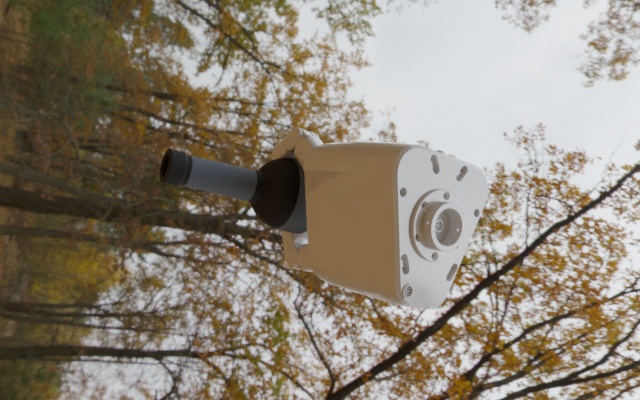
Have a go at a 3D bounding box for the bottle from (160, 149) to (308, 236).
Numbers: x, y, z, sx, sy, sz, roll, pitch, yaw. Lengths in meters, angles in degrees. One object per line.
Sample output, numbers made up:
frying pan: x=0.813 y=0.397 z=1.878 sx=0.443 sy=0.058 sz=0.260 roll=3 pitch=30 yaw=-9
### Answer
bottle: x=0.000 y=0.002 z=0.450 sx=0.296 sy=0.069 sz=0.069 roll=13 pitch=-7 yaw=-32
